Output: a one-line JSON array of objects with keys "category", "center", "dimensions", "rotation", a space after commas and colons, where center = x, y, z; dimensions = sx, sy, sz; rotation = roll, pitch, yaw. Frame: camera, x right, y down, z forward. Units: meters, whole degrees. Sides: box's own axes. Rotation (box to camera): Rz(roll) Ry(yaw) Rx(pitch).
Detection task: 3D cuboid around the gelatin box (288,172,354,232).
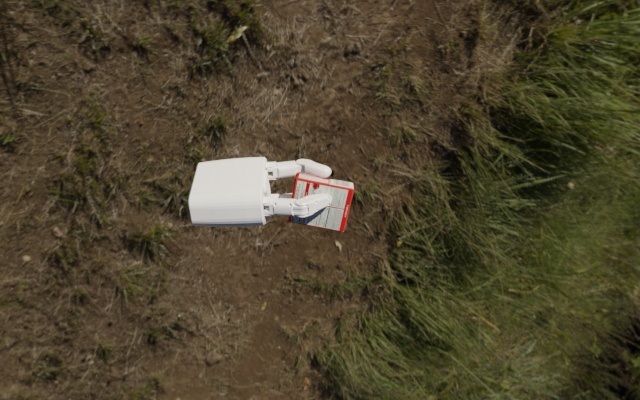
[{"category": "gelatin box", "center": [0.000, 0.003, 0.719], "dimensions": [0.089, 0.073, 0.030], "rotation": [11, 23, -2]}]
